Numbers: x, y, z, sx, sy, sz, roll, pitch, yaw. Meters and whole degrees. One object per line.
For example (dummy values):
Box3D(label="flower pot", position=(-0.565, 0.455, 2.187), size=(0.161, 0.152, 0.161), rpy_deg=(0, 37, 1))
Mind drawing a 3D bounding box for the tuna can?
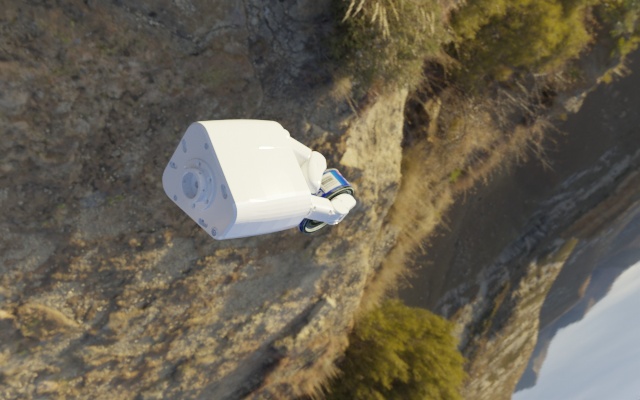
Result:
Box3D(label="tuna can", position=(0.000, 0.002, 0.598), size=(0.086, 0.033, 0.086), rpy_deg=(-36, -20, -16))
